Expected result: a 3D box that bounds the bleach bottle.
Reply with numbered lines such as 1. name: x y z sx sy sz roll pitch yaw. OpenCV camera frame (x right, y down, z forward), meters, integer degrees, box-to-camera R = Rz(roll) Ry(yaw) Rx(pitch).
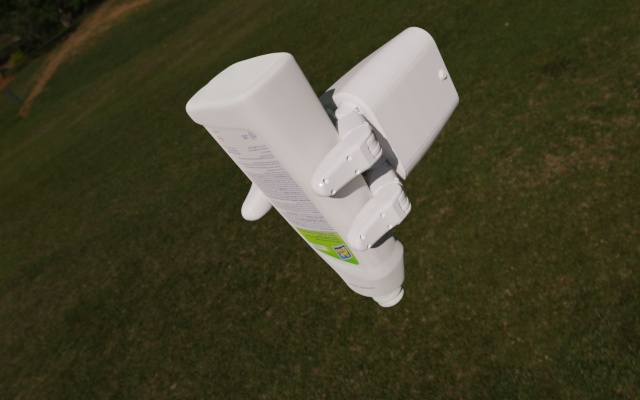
1. bleach bottle: 0.000 0.001 0.407 0.102 0.251 0.068 10 52 51
